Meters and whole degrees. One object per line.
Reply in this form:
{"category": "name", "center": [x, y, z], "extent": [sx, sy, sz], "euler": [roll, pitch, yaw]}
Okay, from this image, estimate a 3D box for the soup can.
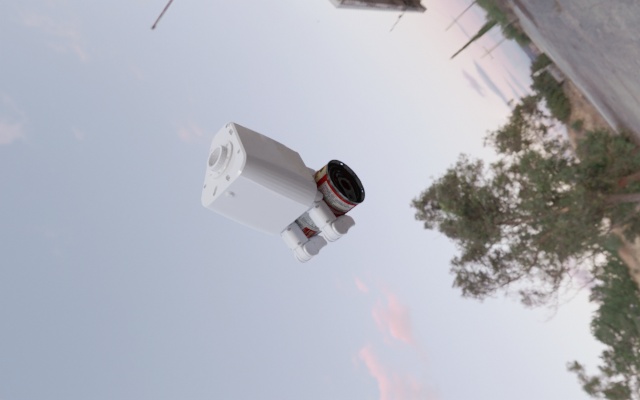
{"category": "soup can", "center": [0.000, 0.002, 0.637], "extent": [0.102, 0.068, 0.068], "euler": [-39, -23, 31]}
